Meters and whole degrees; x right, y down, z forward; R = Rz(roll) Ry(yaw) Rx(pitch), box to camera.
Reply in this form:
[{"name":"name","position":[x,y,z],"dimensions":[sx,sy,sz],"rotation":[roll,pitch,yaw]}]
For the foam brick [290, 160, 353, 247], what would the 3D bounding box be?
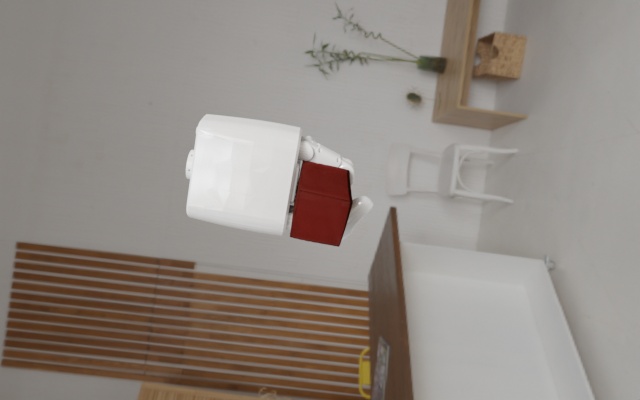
[{"name":"foam brick","position":[0.000,0.002,0.480],"dimensions":[0.051,0.053,0.078],"rotation":[12,26,-5]}]
